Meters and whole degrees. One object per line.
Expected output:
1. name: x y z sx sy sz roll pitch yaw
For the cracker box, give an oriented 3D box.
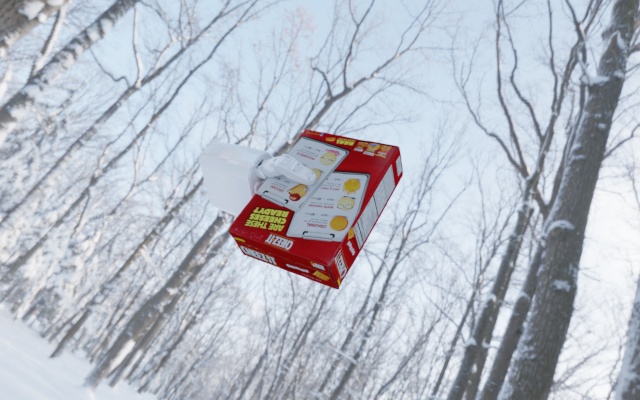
1. cracker box: 0.000 0.002 0.679 0.164 0.213 0.072 15 -34 29
